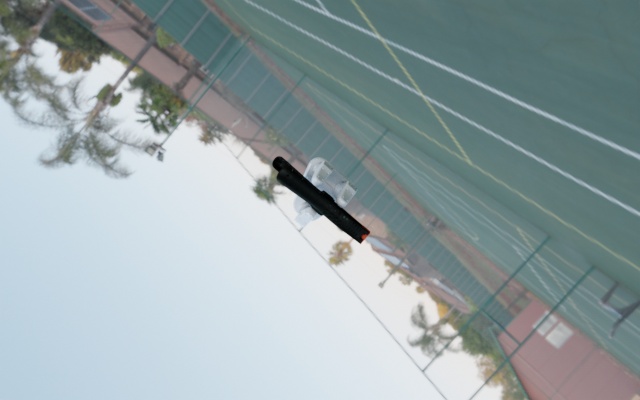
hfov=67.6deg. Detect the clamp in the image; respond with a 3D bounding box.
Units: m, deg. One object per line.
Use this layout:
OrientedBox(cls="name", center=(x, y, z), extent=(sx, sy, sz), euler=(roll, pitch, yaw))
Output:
OrientedBox(cls="clamp", center=(0.000, 0.004, 0.799), extent=(0.210, 0.036, 0.164), euler=(40, 5, -7))
